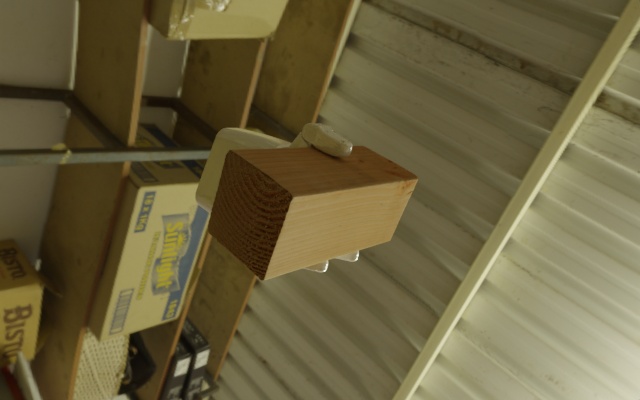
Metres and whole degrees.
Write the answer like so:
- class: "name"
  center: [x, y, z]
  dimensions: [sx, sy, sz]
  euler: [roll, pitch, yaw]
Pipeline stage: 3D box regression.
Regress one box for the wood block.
- class: "wood block"
  center: [0.000, 0.001, 0.499]
  dimensions: [0.090, 0.091, 0.206]
  euler: [35, 28, 32]
